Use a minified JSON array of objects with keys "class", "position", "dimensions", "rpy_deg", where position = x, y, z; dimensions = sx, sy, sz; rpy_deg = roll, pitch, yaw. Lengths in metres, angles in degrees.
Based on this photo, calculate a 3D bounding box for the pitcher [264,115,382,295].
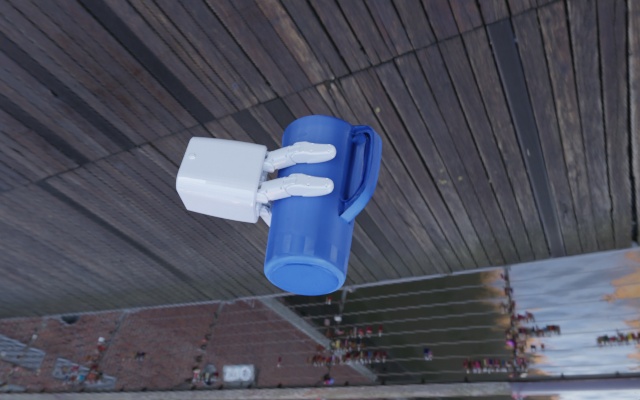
[{"class":"pitcher","position":[0.000,0.002,0.679],"dimensions":[0.145,0.242,0.149],"rpy_deg":[9,-35,-2]}]
